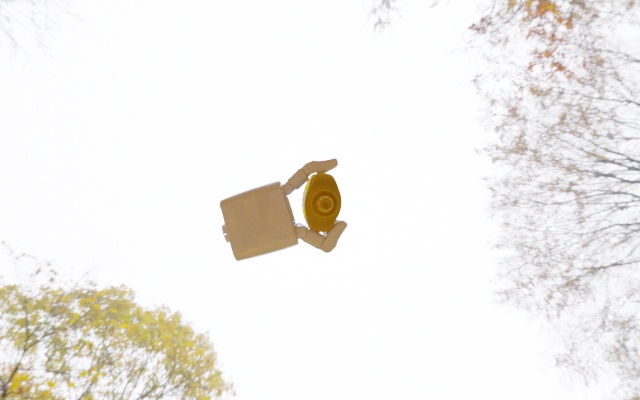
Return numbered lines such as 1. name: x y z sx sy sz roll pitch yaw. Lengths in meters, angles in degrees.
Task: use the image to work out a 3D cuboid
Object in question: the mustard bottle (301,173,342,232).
1. mustard bottle: 0.000 0.003 0.788 0.058 0.096 0.191 7 1 -4
